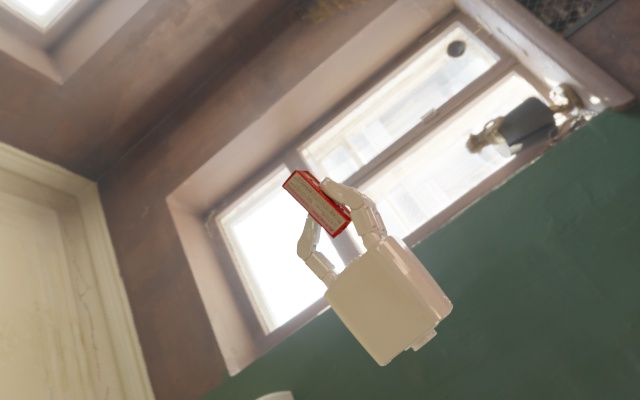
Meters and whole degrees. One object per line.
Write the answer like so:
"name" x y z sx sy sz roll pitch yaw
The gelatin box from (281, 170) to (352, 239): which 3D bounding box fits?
"gelatin box" 0.000 0.002 0.581 0.089 0.030 0.073 44 9 5
